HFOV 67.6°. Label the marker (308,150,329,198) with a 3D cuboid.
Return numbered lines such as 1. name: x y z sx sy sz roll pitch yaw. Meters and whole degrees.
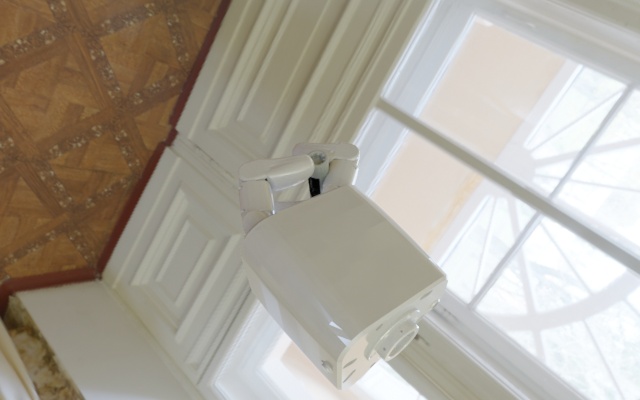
1. marker: 0.000 0.001 0.438 0.020 0.020 0.121 0 -37 3
